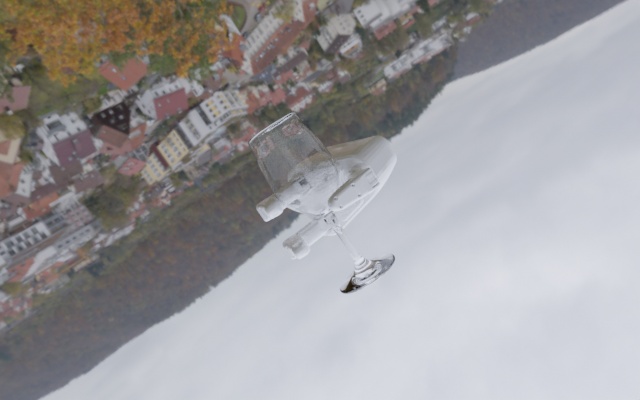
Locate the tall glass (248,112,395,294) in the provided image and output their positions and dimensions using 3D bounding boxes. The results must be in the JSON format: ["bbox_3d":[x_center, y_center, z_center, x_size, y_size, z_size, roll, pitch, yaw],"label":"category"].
[{"bbox_3d":[0.000,0.002,0.536,0.079,0.201,0.079,-33,8,5],"label":"tall glass"}]
